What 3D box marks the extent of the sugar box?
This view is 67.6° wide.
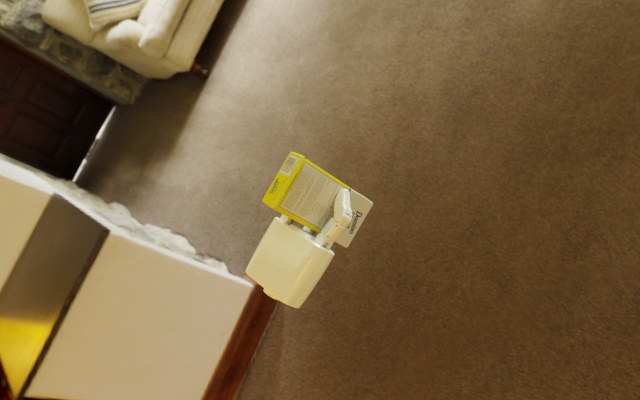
[{"bbox_3d":[0.000,0.002,0.781,0.176,0.093,0.048,32,-1,-41],"label":"sugar box"}]
